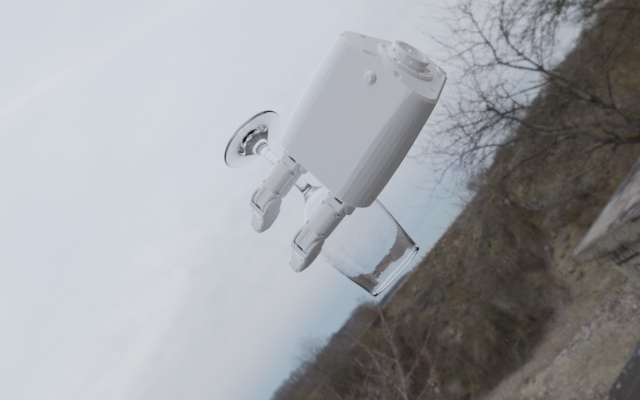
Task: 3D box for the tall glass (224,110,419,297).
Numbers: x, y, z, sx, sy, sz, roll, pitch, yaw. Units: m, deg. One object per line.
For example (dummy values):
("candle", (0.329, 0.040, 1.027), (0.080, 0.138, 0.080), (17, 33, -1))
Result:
("tall glass", (0.000, 0.001, 0.465), (0.201, 0.079, 0.079), (43, 14, 15))
